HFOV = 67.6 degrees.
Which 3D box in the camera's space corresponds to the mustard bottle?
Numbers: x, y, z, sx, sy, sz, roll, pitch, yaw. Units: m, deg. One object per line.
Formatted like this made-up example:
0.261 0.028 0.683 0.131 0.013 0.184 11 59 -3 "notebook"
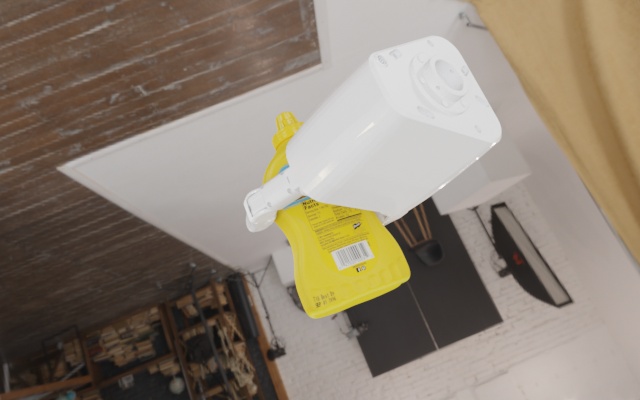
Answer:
0.000 0.002 0.436 0.096 0.191 0.058 -18 -18 -16 "mustard bottle"
